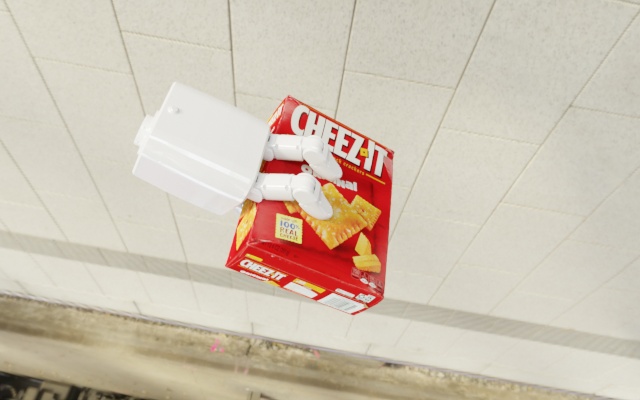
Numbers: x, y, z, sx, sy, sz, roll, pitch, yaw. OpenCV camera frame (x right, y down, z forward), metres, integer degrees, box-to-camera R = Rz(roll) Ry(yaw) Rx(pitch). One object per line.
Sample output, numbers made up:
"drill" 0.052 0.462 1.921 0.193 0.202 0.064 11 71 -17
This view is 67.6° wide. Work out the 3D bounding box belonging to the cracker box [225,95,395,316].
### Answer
"cracker box" 0.000 0.002 0.553 0.164 0.213 0.072 25 -38 -20
